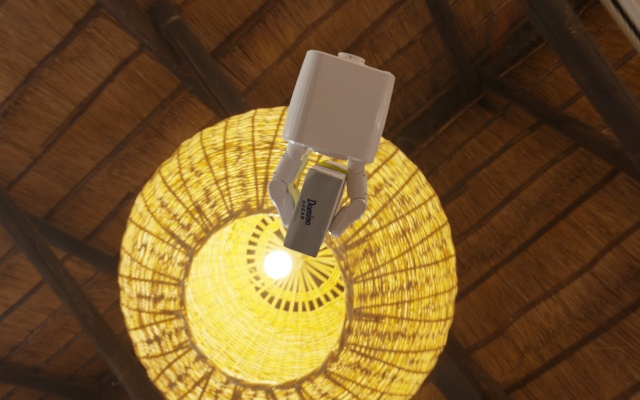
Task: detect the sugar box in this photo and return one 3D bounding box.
[{"bbox_3d":[0.000,0.002,0.588,0.048,0.093,0.176,20,9,5],"label":"sugar box"}]
